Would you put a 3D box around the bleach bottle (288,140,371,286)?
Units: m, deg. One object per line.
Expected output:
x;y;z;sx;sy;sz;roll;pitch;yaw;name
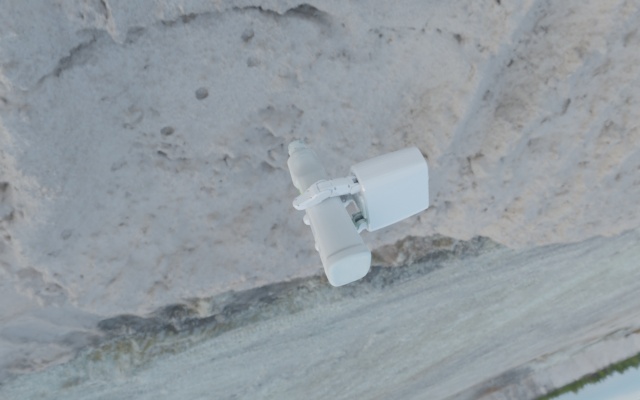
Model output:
0.000;0.003;0.749;0.068;0.250;0.103;-19;-29;-7;bleach bottle
